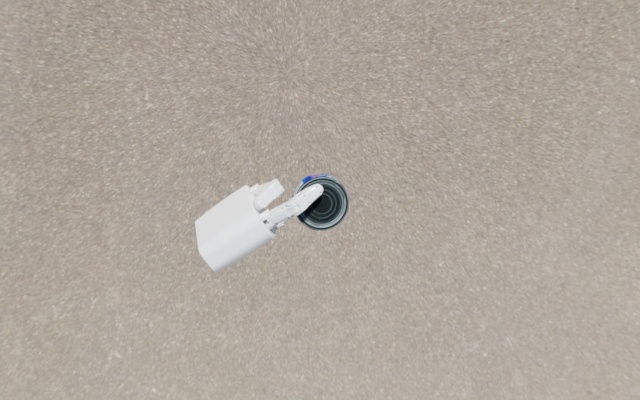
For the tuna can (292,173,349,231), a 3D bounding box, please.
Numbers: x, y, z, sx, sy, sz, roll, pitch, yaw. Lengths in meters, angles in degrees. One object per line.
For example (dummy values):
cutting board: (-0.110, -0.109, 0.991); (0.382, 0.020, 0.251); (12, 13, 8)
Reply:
tuna can: (0.000, 0.002, 0.733); (0.086, 0.086, 0.033); (0, 12, -9)
